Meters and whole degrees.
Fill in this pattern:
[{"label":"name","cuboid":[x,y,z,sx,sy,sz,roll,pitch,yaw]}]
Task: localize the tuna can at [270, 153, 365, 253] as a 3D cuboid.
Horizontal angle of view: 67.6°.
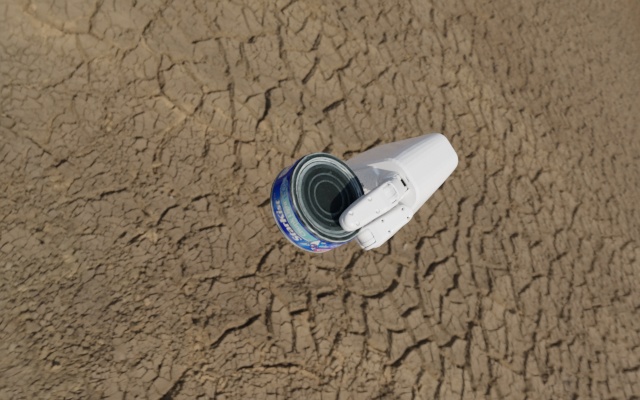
[{"label":"tuna can","cuboid":[0.000,0.001,0.426,0.086,0.086,0.034,0,-18,-38]}]
